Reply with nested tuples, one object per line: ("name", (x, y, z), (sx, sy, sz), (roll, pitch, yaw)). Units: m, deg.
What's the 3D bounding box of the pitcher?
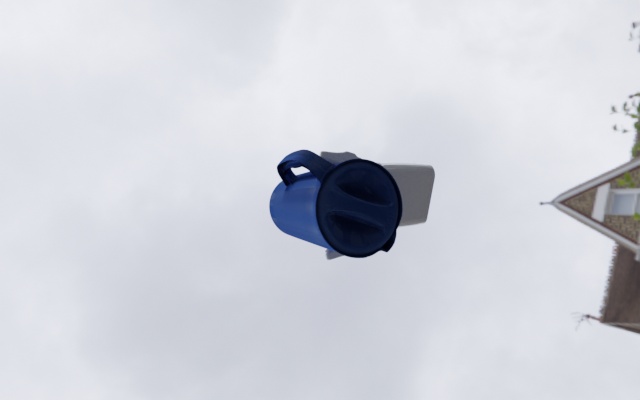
("pitcher", (0.000, 0.002, 0.737), (0.145, 0.149, 0.243), (-3, 2, -25))
